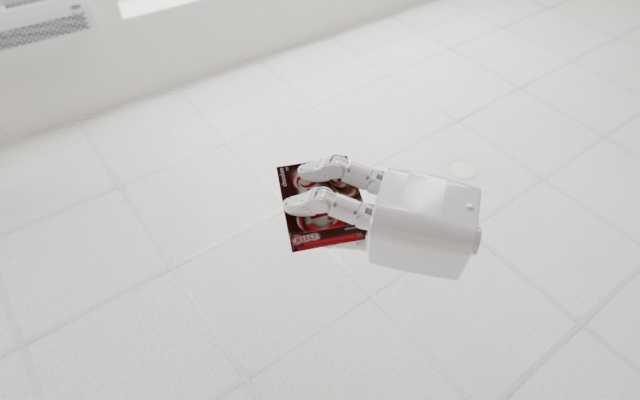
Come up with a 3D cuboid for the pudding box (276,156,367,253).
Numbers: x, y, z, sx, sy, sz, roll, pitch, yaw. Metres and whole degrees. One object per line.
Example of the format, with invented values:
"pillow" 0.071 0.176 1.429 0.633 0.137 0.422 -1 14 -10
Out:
"pudding box" 0.000 0.002 0.562 0.090 0.039 0.113 -9 45 -6
